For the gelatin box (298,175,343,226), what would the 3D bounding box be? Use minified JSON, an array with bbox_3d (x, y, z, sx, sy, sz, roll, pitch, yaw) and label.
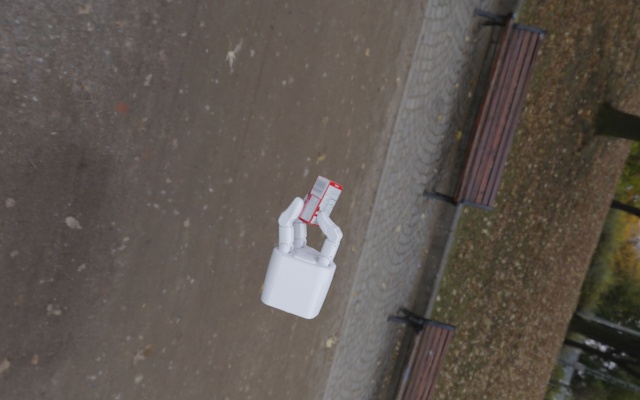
[{"bbox_3d":[0.001,0.003,0.881,0.030,0.089,0.073,28,3,22],"label":"gelatin box"}]
